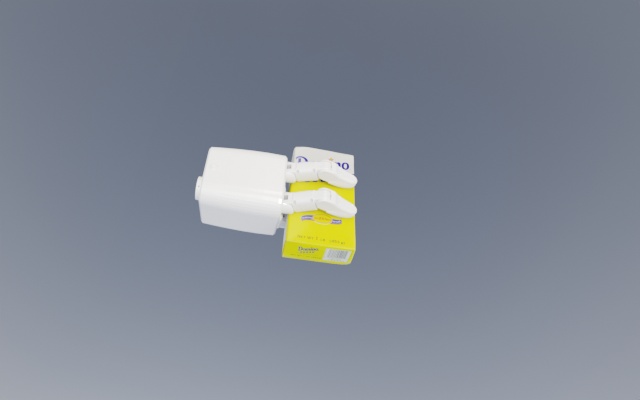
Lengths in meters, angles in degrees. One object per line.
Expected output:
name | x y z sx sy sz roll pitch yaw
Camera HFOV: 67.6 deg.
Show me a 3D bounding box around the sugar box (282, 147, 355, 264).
sugar box | 0.000 0.002 0.671 0.093 0.176 0.048 9 -39 -8
